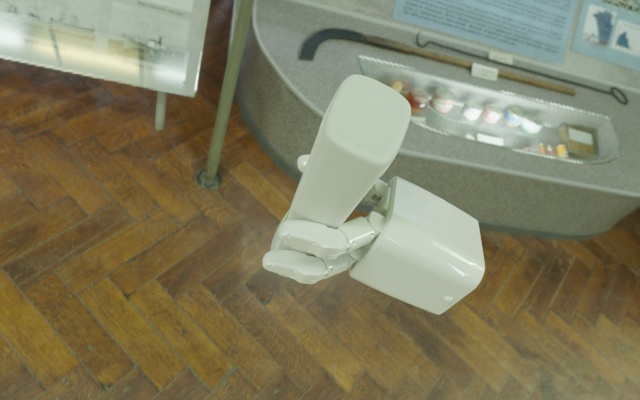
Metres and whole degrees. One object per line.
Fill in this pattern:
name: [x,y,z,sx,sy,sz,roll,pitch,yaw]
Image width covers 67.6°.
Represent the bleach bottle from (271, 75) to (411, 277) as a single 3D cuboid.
bleach bottle: [0.000,0.002,0.482,0.068,0.102,0.251,27,-40,-2]
